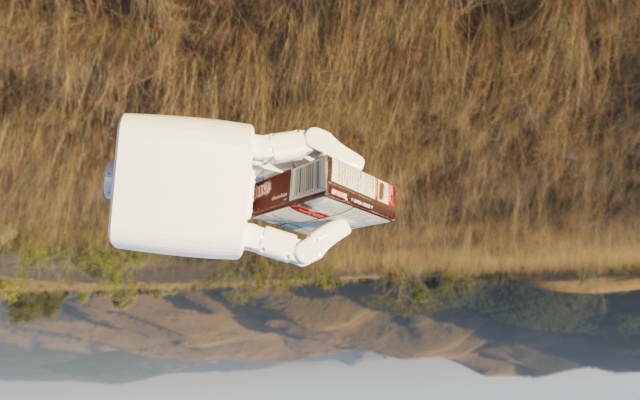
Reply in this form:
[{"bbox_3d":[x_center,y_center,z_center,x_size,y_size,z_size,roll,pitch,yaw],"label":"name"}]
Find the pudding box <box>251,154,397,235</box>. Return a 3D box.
[{"bbox_3d":[0.000,0.002,0.448,0.090,0.039,0.113,19,-23,-39],"label":"pudding box"}]
